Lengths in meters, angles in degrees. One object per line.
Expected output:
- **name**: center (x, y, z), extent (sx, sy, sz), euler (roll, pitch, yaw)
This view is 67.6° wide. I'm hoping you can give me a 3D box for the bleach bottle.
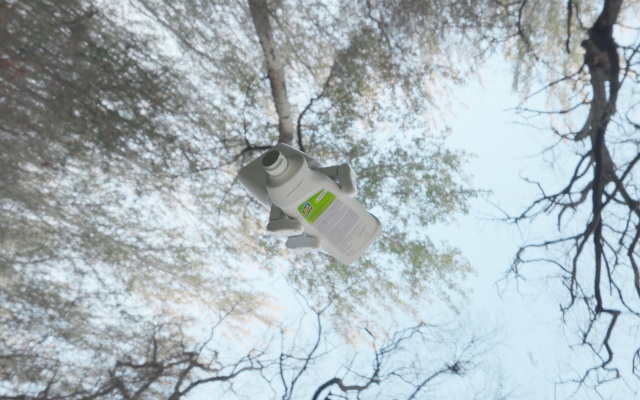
- **bleach bottle**: center (0.000, 0.002, 0.727), extent (0.068, 0.102, 0.251), euler (33, -10, 45)
